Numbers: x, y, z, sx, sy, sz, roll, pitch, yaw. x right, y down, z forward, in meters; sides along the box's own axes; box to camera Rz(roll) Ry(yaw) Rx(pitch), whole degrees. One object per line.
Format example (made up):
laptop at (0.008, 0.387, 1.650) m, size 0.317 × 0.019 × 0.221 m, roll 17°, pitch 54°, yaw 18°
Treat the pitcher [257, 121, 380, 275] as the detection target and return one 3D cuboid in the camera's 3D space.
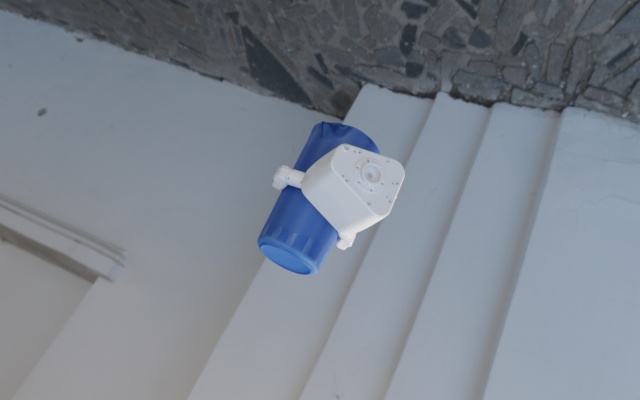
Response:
pitcher at (0.000, 0.003, 0.802) m, size 0.149 × 0.242 × 0.145 m, roll 33°, pitch -25°, yaw -11°
